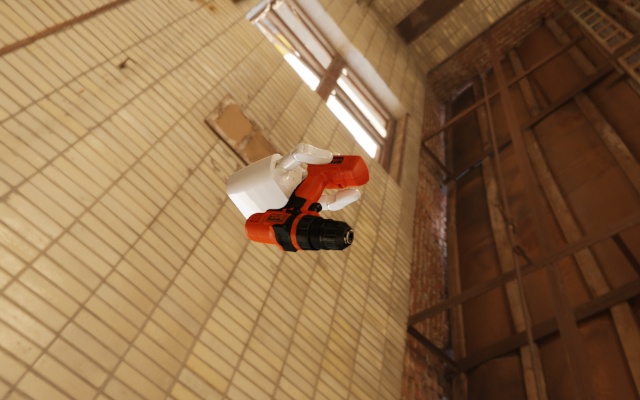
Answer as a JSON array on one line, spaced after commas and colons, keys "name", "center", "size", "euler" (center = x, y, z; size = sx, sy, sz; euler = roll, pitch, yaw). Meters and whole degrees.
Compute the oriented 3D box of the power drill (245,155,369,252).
[{"name": "power drill", "center": [0.000, 0.002, 0.718], "size": [0.184, 0.057, 0.187], "euler": [4, 38, 36]}]
